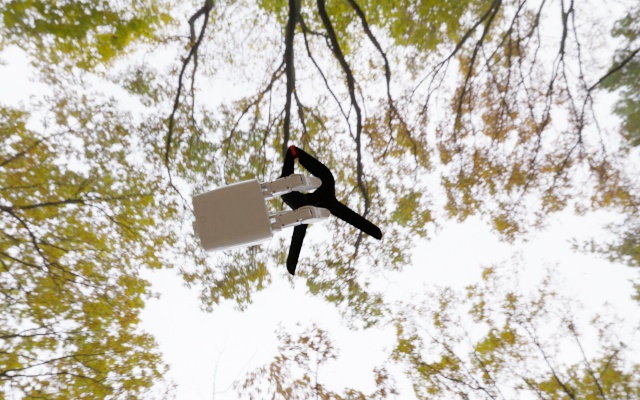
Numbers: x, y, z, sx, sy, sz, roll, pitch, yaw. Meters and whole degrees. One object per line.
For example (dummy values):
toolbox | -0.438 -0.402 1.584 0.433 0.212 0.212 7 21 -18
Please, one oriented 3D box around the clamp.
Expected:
clamp | 0.000 0.002 0.787 0.164 0.210 0.036 -14 -15 -9
